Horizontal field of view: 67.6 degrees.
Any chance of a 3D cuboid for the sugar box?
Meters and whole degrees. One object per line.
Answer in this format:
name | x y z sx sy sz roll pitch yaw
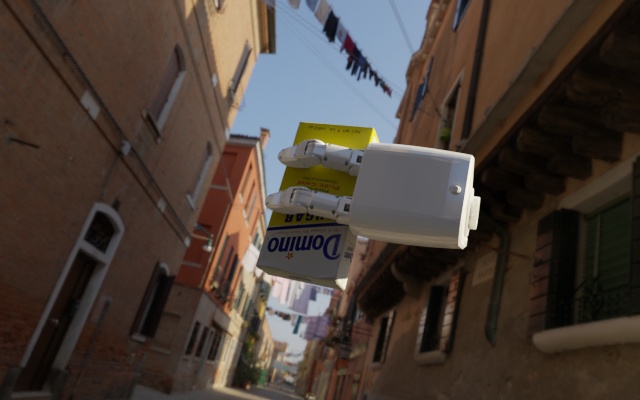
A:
sugar box | 0.000 0.001 0.524 0.093 0.176 0.048 7 -22 21
